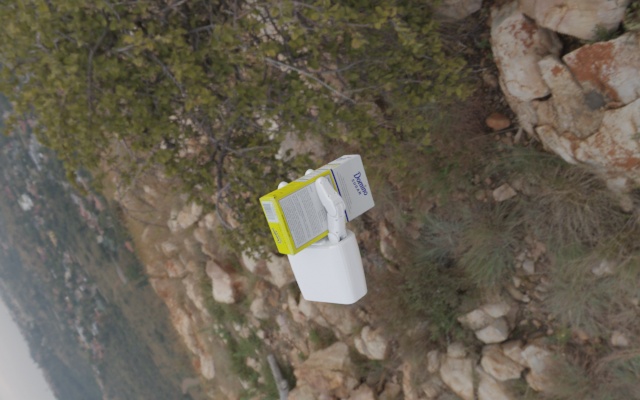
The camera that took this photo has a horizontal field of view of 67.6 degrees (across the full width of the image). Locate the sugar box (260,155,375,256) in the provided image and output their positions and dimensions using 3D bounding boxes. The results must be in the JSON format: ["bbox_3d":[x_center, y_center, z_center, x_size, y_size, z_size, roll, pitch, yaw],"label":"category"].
[{"bbox_3d":[0.000,0.003,0.738,0.176,0.093,0.048,-29,19,-35],"label":"sugar box"}]
